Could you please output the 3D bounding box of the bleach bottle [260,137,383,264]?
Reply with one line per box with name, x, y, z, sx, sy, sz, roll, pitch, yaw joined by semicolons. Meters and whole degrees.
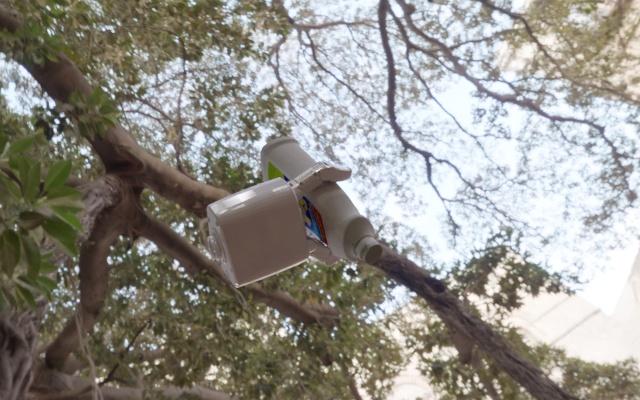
bleach bottle;0.000;0.002;0.675;0.068;0.103;0.250;-22;38;-24
